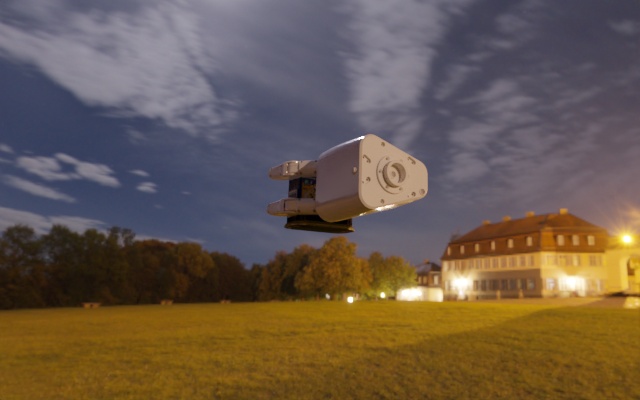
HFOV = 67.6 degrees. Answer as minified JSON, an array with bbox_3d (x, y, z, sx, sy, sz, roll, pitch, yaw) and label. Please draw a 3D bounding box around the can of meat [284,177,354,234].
[{"bbox_3d":[0.000,0.002,0.713,0.102,0.084,0.057,7,-12,-24],"label":"can of meat"}]
